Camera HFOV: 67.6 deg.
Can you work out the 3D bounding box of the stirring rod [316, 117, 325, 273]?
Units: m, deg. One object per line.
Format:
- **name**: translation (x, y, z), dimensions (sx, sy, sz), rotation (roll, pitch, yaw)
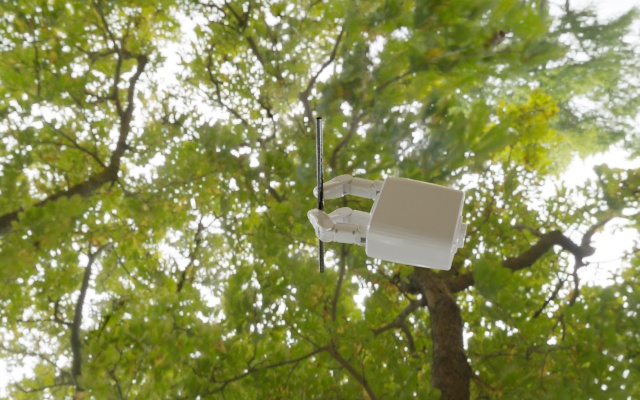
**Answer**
- **stirring rod**: translation (0.000, 0.002, 0.648), dimensions (0.011, 0.240, 0.011), rotation (-1, 31, 0)
